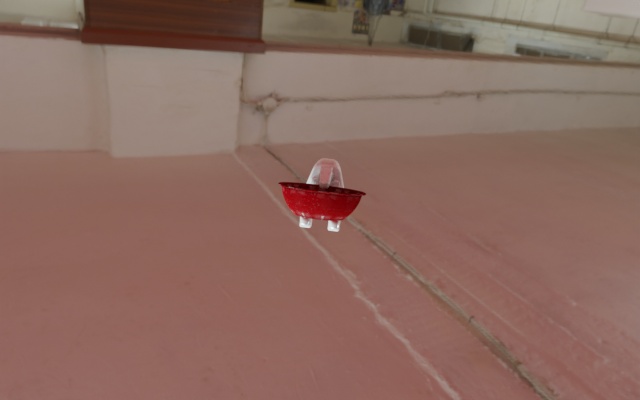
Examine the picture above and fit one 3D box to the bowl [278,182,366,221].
[{"bbox_3d":[0.000,0.003,0.872,0.162,0.055,0.162,7,5,-1],"label":"bowl"}]
